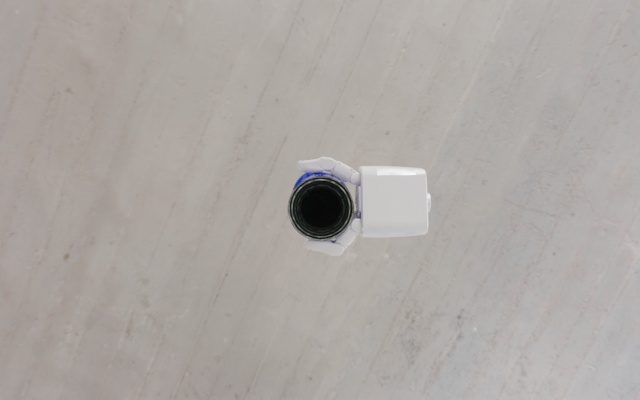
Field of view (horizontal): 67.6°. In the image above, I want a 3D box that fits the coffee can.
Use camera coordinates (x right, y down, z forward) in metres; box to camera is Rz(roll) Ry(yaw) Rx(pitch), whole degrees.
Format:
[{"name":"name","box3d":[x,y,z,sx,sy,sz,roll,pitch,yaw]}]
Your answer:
[{"name":"coffee can","box3d":[0.000,0.003,0.796,0.103,0.103,0.140,0,8,0]}]
